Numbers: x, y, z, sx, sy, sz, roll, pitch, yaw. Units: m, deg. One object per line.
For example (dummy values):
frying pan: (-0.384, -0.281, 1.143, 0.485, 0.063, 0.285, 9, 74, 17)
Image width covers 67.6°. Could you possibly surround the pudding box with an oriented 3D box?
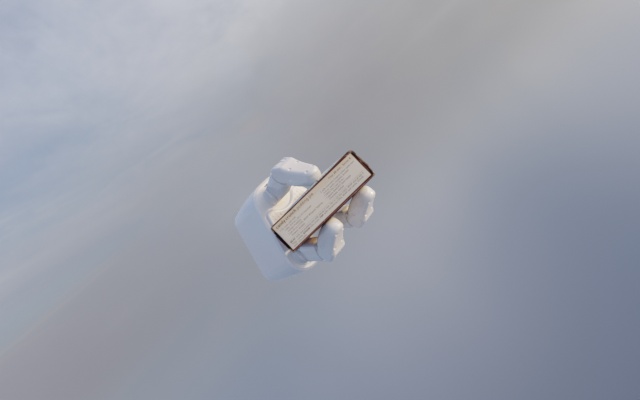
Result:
pudding box: (0.000, 0.002, 0.500, 0.039, 0.113, 0.090, 44, -2, -2)
